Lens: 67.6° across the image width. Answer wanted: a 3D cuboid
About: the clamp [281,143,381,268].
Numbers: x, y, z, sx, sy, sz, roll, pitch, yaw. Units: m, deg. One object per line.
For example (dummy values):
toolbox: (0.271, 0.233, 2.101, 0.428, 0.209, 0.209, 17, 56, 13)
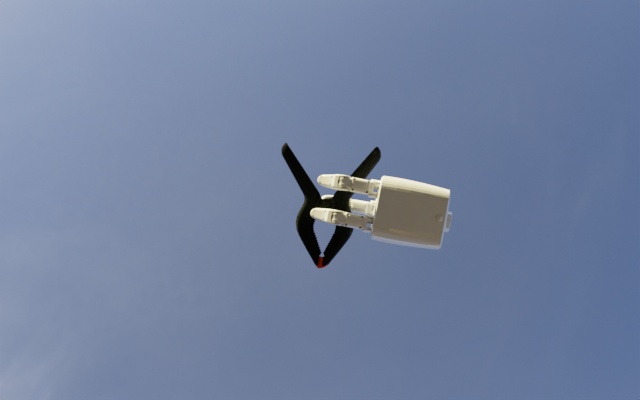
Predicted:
clamp: (0.000, 0.003, 0.780, 0.164, 0.210, 0.036, 11, -4, 11)
